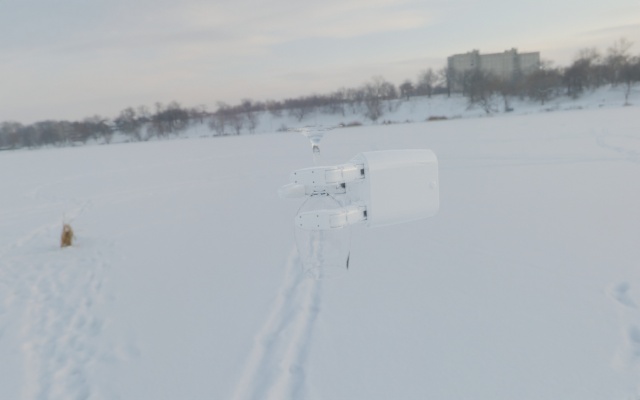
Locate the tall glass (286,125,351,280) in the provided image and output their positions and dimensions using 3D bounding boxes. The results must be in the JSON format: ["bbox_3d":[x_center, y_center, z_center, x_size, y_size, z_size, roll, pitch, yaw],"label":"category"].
[{"bbox_3d":[0.000,0.001,0.641,0.079,0.201,0.079,-4,9,1],"label":"tall glass"}]
